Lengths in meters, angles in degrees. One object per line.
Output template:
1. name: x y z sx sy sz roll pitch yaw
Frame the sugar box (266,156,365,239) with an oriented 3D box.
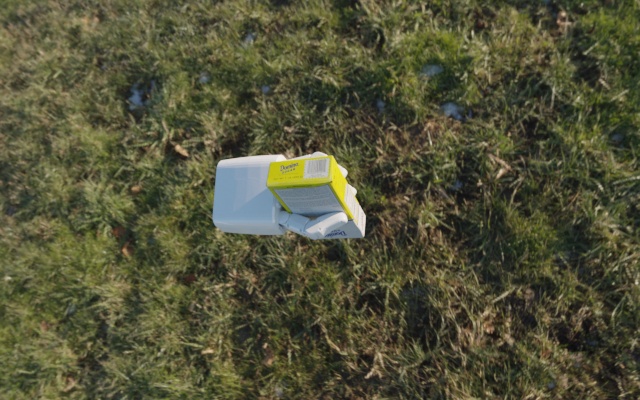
1. sugar box: 0.000 0.002 0.694 0.093 0.048 0.176 -3 -27 19
